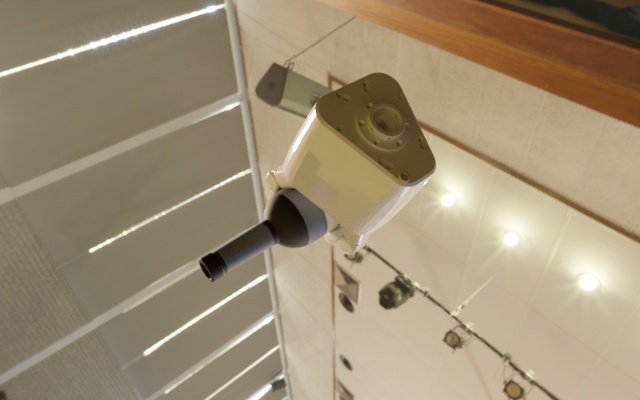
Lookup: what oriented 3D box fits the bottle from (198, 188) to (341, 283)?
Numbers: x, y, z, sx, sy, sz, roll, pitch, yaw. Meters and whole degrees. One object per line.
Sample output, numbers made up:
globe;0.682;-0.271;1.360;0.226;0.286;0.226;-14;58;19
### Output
bottle;0.000;0.002;0.532;0.295;0.069;0.069;-31;15;-28
